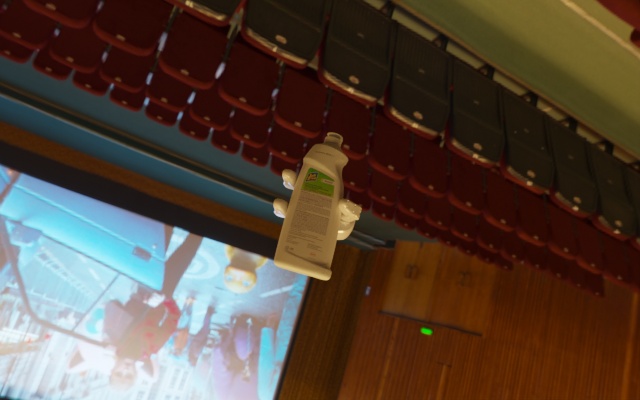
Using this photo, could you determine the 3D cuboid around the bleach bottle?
[{"bbox_3d":[0.000,0.003,0.827,0.102,0.250,0.068,16,-14,2],"label":"bleach bottle"}]
